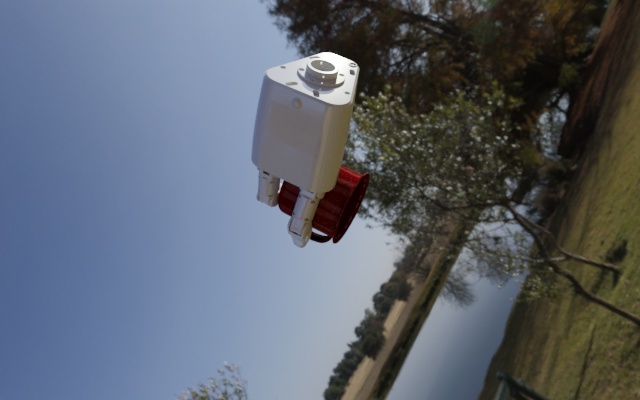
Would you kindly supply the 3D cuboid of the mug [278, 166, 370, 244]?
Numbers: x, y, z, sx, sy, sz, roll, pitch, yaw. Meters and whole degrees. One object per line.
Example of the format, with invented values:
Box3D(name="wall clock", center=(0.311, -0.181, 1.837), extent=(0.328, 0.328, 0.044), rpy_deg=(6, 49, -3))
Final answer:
Box3D(name="mug", center=(0.000, 0.003, 0.583), extent=(0.081, 0.117, 0.093), rpy_deg=(26, 41, 13))
